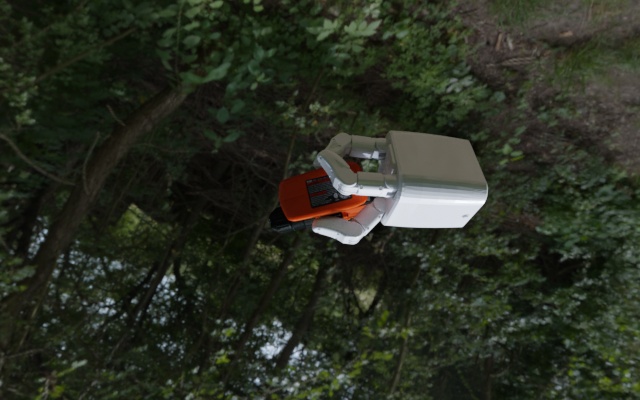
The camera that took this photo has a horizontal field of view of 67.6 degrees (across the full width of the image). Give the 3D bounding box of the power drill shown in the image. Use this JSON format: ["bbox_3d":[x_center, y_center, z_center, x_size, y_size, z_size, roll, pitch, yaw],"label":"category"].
[{"bbox_3d":[0.000,0.002,0.653,0.184,0.057,0.187,-17,-7,6],"label":"power drill"}]
